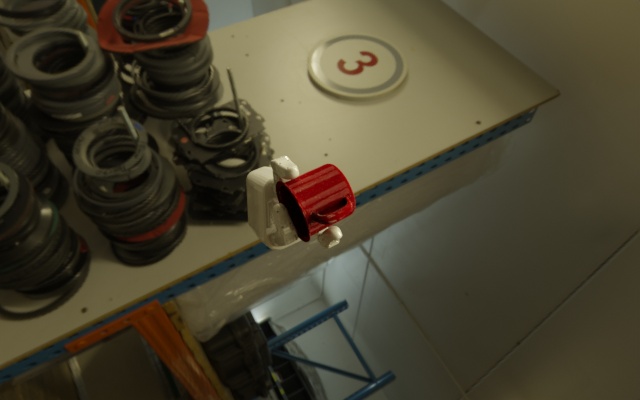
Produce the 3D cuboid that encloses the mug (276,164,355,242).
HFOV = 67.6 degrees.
[{"bbox_3d":[0.001,0.002,0.657,0.081,0.093,0.117,-26,24,-19],"label":"mug"}]
